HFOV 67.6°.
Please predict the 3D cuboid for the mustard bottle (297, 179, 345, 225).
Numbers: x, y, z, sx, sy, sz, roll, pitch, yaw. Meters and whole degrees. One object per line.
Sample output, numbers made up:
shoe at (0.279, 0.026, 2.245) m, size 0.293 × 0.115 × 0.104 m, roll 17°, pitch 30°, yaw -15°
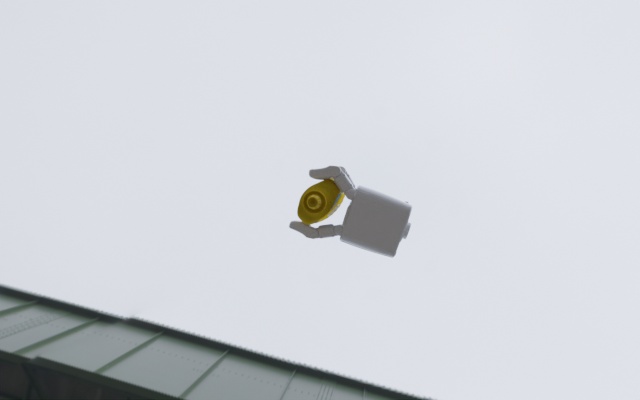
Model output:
mustard bottle at (0.000, 0.003, 0.900) m, size 0.058 × 0.096 × 0.191 m, roll 44°, pitch 6°, yaw 5°
